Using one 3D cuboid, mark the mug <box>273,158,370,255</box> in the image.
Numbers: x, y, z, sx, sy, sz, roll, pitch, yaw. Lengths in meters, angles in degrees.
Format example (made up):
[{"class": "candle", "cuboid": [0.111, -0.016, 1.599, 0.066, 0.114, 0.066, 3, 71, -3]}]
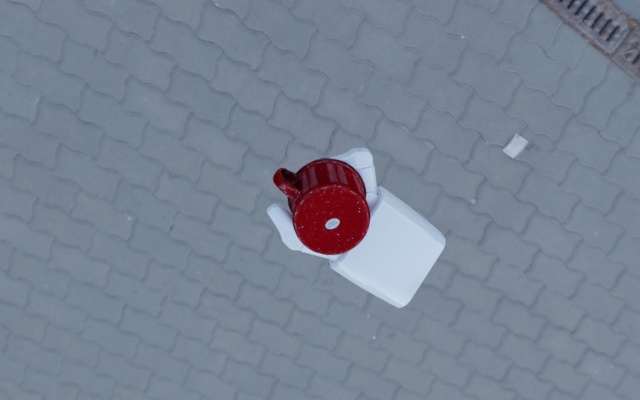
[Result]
[{"class": "mug", "cuboid": [-0.001, 0.001, 0.521, 0.117, 0.093, 0.081, 34, 14, -14]}]
